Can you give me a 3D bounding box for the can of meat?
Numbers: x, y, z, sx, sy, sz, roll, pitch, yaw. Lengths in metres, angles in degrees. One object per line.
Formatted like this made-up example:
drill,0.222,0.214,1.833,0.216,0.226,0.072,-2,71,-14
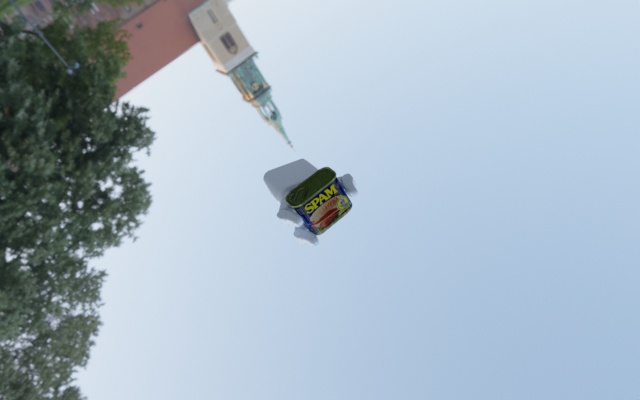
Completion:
can of meat,0.000,0.003,0.882,0.102,0.084,0.057,-38,35,-8
